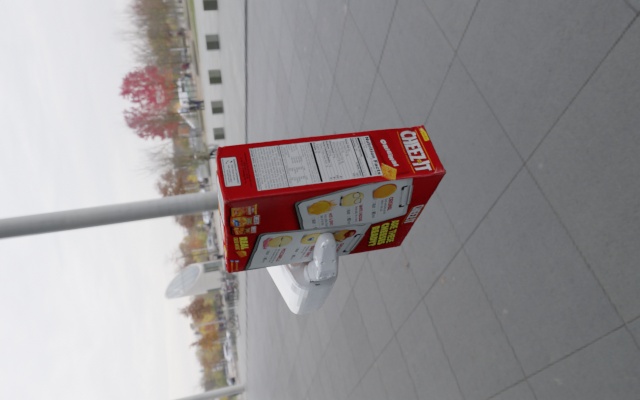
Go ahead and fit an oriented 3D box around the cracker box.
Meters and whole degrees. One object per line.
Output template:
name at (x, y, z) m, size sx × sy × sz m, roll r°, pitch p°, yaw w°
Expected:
cracker box at (0.000, 0.002, 0.512) m, size 0.213 × 0.072 × 0.164 m, roll -8°, pitch -29°, yaw -14°
